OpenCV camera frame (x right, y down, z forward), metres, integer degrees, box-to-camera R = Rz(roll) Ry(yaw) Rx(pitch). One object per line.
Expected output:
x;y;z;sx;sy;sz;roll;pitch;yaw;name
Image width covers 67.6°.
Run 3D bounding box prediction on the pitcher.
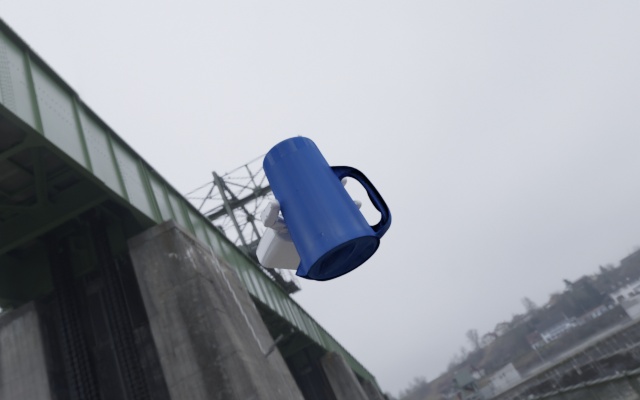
0.000;0.003;0.825;0.149;0.242;0.145;-8;-34;-33;pitcher
